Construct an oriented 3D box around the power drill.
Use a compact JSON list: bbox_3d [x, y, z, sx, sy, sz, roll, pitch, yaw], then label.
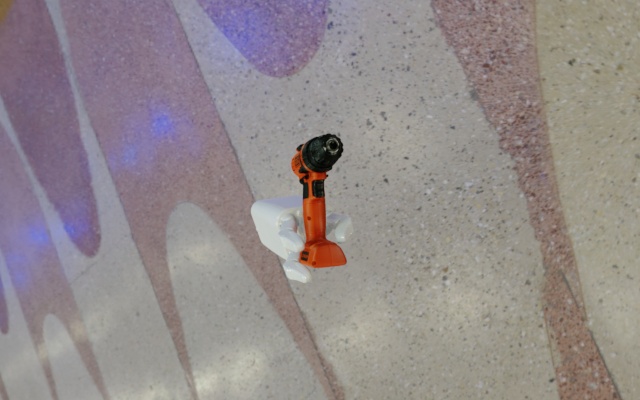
[{"bbox_3d":[0.000,0.003,0.705,0.057,0.187,0.184,-3,-3,-13],"label":"power drill"}]
